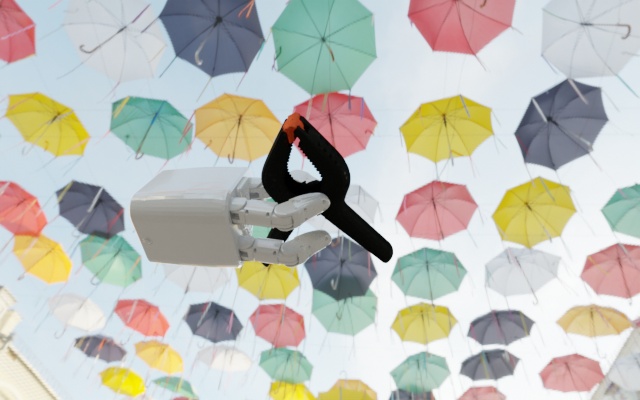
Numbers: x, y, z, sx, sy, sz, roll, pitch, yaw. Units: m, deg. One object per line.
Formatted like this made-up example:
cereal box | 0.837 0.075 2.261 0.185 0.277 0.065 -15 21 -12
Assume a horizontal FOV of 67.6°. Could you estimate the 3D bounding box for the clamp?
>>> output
clamp | 0.000 0.001 0.525 0.164 0.210 0.036 1 41 6
